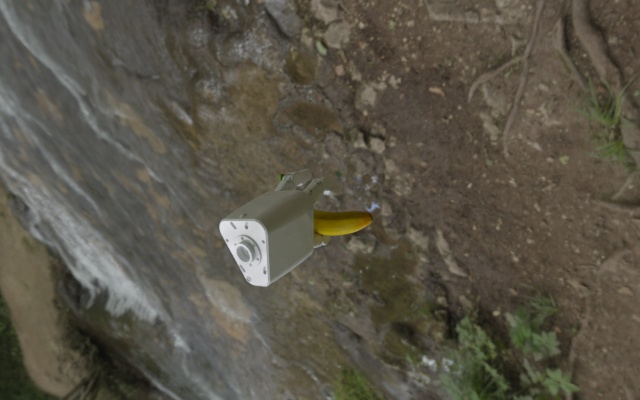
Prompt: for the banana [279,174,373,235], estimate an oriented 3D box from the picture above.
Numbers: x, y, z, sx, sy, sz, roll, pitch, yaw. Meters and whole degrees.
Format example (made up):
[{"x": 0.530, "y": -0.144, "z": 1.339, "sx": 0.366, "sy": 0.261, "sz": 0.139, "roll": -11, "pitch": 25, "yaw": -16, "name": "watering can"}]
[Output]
[{"x": -0.008, "y": 0.019, "z": 0.780, "sx": 0.197, "sy": 0.069, "sz": 0.037, "roll": 25, "pitch": 11, "yaw": 30, "name": "banana"}]
